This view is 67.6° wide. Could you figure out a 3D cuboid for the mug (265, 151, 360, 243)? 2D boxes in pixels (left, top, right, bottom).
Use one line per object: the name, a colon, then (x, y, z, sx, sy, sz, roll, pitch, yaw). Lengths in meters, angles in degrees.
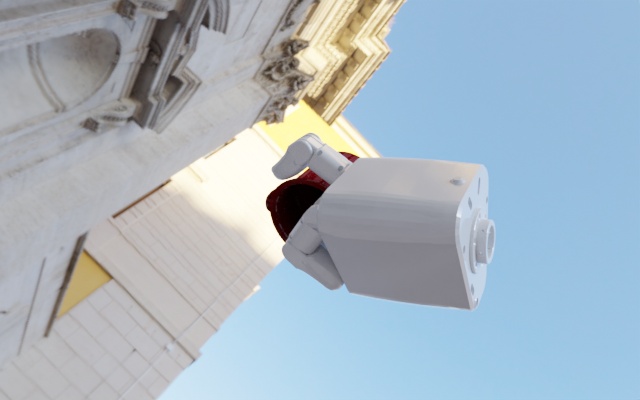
mug: (-0.001, 0.001, 0.480, 0.117, 0.093, 0.081, 6, 31, 31)
